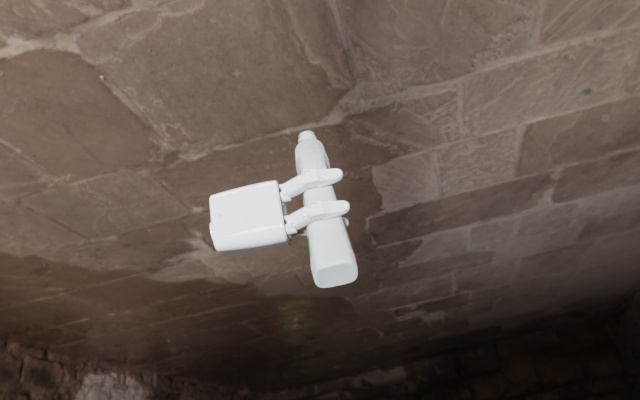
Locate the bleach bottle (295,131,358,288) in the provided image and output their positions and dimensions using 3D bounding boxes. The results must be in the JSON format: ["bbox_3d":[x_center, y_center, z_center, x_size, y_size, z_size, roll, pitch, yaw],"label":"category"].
[{"bbox_3d":[0.000,0.002,0.756,0.068,0.250,0.103,-12,-28,-1],"label":"bleach bottle"}]
